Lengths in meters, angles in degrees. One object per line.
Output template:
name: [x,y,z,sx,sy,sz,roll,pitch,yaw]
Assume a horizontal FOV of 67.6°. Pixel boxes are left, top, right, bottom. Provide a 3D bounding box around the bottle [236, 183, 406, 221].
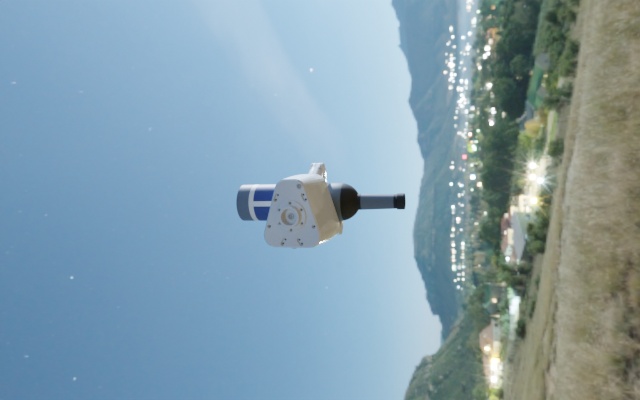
bottle: [0.000,0.003,0.841,0.296,0.069,0.069,-1,0,16]
